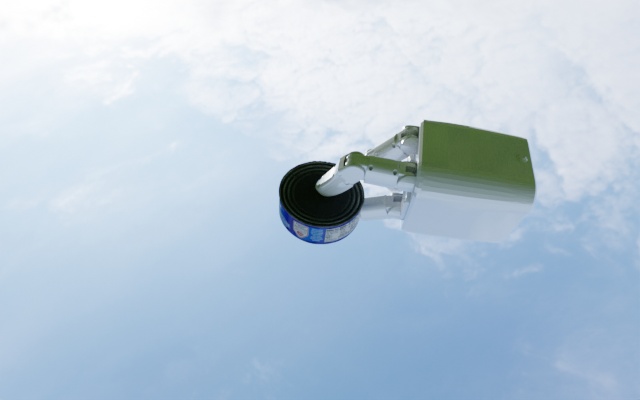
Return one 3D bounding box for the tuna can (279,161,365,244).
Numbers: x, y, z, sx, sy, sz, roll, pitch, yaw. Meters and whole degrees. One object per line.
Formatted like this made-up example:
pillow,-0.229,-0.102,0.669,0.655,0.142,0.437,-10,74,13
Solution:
tuna can,0.000,0.002,0.486,0.086,0.086,0.034,0,-39,-6
